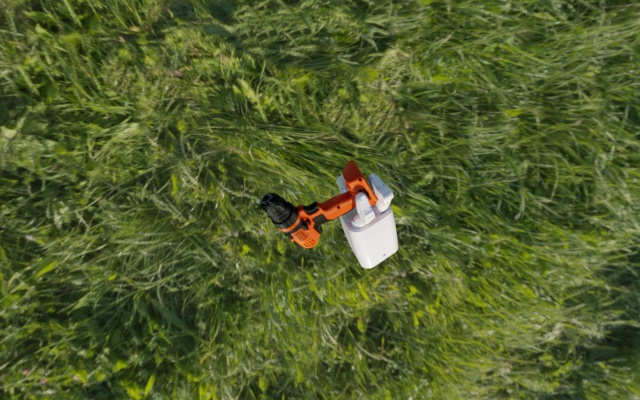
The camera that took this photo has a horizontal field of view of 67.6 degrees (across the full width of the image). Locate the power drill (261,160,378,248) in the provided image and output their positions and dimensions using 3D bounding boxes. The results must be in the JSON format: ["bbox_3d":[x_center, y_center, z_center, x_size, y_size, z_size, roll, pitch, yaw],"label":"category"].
[{"bbox_3d":[0.001,0.003,0.888,0.187,0.057,0.184,-30,-35,9],"label":"power drill"}]
